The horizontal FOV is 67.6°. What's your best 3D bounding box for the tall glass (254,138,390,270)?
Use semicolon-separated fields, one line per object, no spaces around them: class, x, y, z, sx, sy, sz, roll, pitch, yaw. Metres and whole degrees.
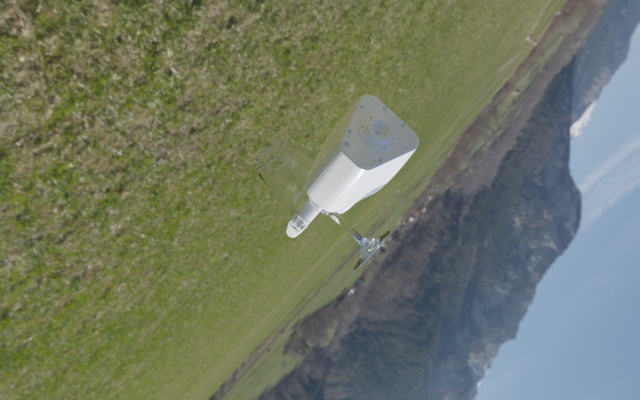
tall glass;0.001;0.003;0.673;0.201;0.079;0.079;43;2;2
